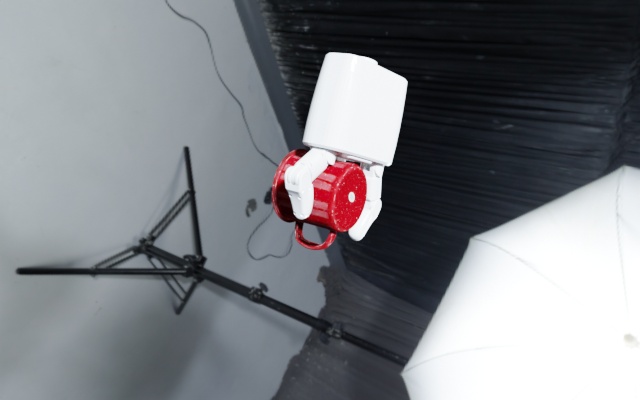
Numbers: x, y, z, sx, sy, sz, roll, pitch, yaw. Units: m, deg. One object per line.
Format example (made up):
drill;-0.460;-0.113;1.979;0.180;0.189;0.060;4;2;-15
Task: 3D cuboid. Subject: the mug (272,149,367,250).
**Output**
mug;0.000;0.003;0.570;0.081;0.117;0.093;14;4;32
